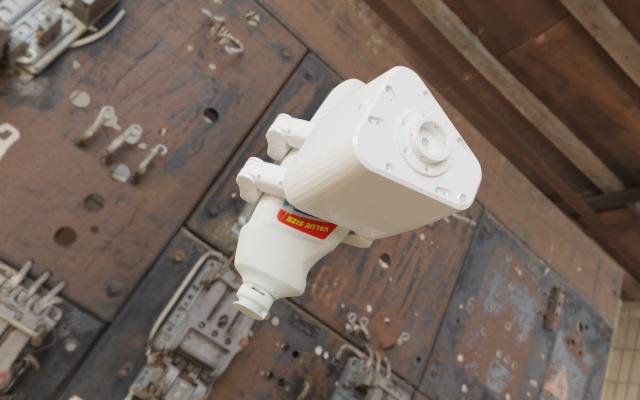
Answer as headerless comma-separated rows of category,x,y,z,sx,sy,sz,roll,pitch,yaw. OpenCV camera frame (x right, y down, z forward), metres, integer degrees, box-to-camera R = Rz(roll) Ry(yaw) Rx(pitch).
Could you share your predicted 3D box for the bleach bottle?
bleach bottle,0.000,0.001,0.460,0.102,0.250,0.068,38,-28,-16
